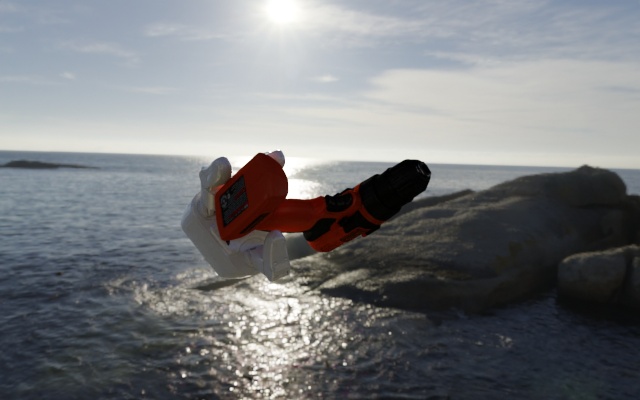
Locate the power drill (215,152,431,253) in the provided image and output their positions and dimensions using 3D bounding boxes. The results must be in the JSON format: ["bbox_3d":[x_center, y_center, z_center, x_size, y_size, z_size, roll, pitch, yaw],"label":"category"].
[{"bbox_3d":[0.000,0.002,0.503,0.188,0.057,0.184,10,-35,-40],"label":"power drill"}]
